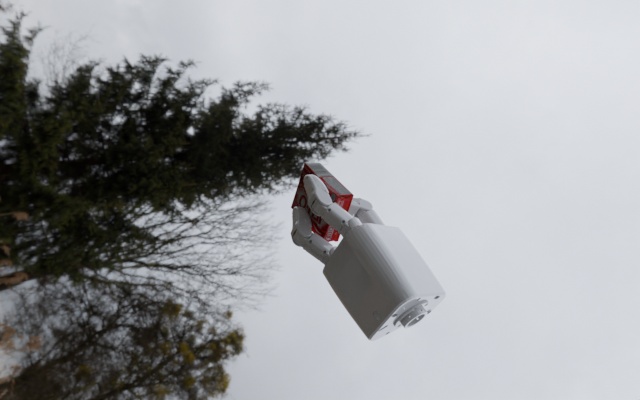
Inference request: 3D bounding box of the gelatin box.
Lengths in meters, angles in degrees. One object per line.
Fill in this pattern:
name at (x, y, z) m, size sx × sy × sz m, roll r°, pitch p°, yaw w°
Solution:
gelatin box at (0.000, 0.002, 0.637) m, size 0.030 × 0.073 × 0.089 m, roll -3°, pitch 35°, yaw -35°
